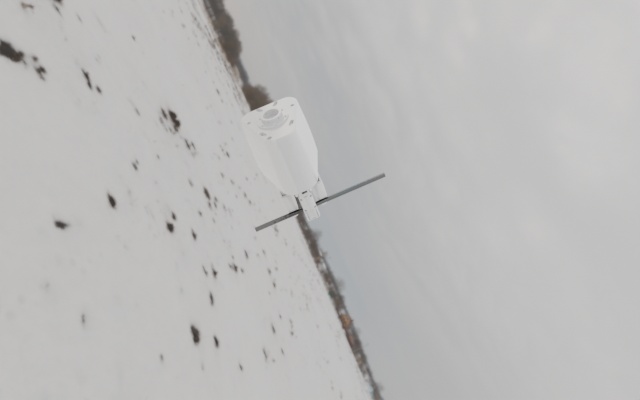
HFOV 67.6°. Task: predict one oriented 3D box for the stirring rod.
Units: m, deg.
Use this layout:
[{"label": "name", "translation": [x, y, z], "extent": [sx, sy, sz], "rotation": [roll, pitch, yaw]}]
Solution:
[{"label": "stirring rod", "translation": [0.000, 0.003, 0.819], "extent": [0.239, 0.011, 0.011], "rotation": [-23, 1, -3]}]
